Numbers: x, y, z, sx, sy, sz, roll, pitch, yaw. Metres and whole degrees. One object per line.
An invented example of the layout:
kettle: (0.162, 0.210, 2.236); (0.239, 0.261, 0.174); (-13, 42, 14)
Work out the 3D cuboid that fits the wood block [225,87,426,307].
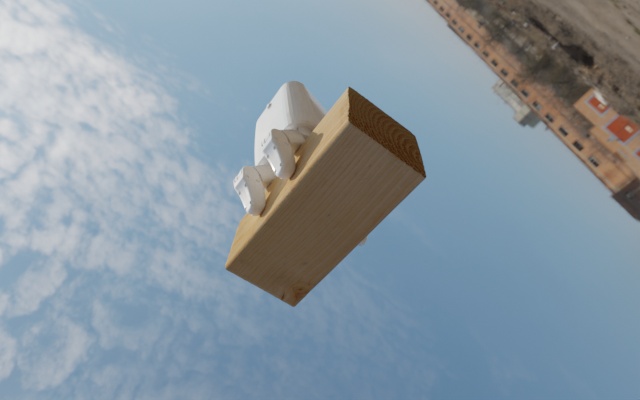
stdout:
wood block: (0.000, 0.002, 0.490); (0.091, 0.206, 0.090); (32, 29, -17)
